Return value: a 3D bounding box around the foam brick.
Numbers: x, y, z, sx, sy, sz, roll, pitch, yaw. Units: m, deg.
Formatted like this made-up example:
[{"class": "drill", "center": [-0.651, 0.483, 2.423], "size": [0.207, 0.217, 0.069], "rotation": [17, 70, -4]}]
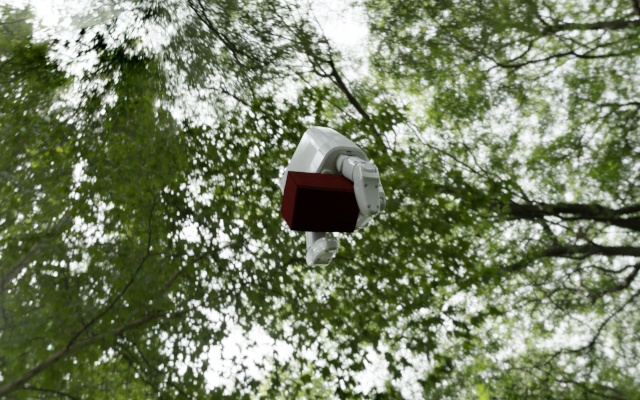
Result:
[{"class": "foam brick", "center": [0.000, 0.002, 0.533], "size": [0.078, 0.053, 0.051], "rotation": [4, 21, -21]}]
